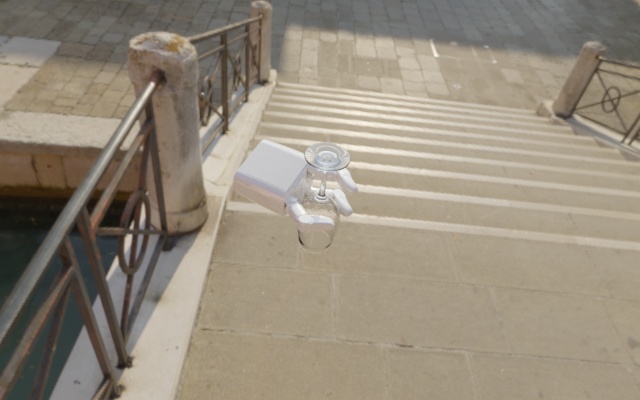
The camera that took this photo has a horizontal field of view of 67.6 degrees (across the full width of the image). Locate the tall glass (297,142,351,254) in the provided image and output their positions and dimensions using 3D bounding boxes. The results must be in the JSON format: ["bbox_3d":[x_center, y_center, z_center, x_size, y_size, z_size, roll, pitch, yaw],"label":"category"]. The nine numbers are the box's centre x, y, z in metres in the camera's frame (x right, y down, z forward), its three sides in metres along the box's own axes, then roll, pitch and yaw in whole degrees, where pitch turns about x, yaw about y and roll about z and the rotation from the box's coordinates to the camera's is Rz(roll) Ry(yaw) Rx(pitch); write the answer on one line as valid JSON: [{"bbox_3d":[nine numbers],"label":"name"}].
[{"bbox_3d":[0.000,0.002,0.819,0.079,0.201,0.079,4,42,-4],"label":"tall glass"}]
